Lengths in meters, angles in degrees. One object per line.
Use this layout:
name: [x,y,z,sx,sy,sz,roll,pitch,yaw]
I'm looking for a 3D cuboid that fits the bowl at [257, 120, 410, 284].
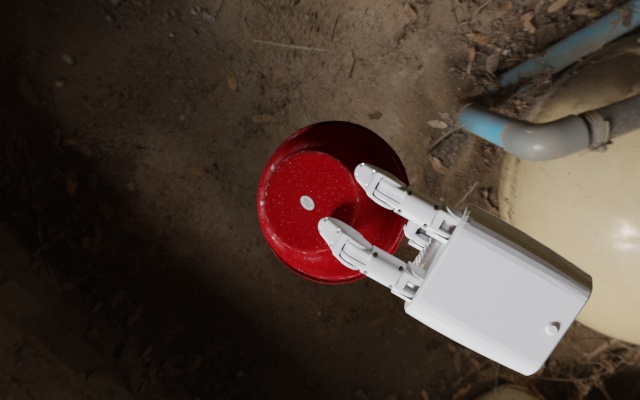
bowl: [-0.001,0.001,0.448,0.162,0.162,0.055,0,0,22]
